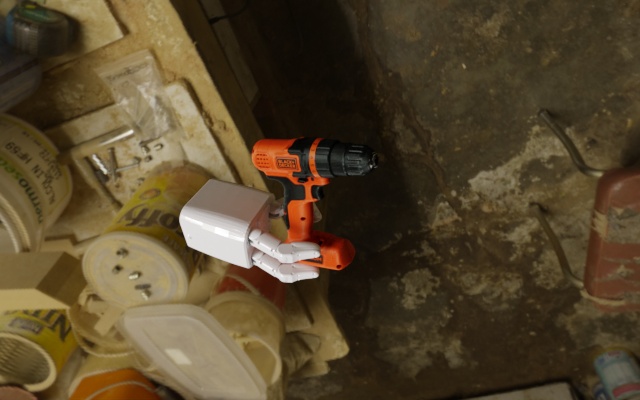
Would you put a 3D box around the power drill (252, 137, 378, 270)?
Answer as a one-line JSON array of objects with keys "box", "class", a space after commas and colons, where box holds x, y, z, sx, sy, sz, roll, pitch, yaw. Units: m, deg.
[{"box": [0.000, 0.003, 0.665, 0.184, 0.188, 0.057, 7, 29, 31], "class": "power drill"}]
